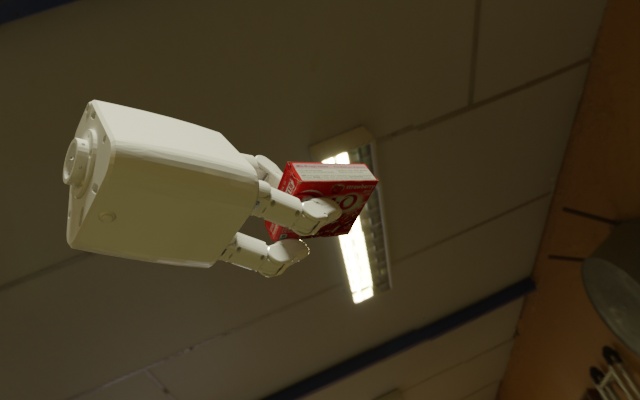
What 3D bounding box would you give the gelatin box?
[{"bbox_3d":[0.000,0.001,0.445,0.089,0.073,0.030,-2,44,-34],"label":"gelatin box"}]
